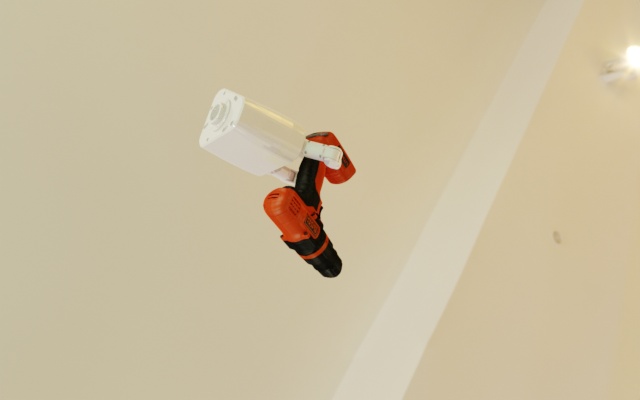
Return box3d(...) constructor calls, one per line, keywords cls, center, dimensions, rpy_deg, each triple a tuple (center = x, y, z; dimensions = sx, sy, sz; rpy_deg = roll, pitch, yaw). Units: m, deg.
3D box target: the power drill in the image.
box3d(cls="power drill", center=(0.000, 0.002, 0.730), dimensions=(0.057, 0.187, 0.184), rpy_deg=(-7, -44, 30))
